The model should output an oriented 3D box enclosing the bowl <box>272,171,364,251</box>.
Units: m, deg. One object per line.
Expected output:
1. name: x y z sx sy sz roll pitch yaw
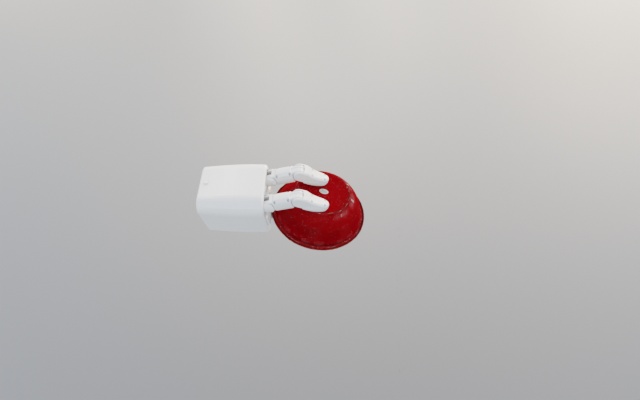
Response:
1. bowl: 0.001 0.002 0.806 0.162 0.162 0.055 0 -38 -11
